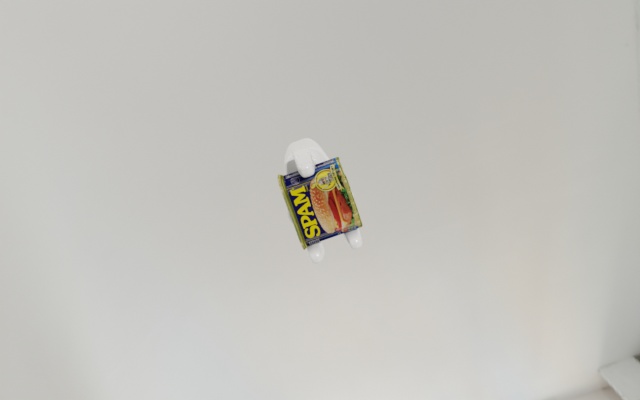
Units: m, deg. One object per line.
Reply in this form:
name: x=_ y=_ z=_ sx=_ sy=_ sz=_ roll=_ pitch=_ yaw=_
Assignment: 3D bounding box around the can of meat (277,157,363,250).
can of meat: x=0.000 y=0.002 z=0.626 sx=0.084 sy=0.102 sz=0.057 roll=-19 pitch=13 yaw=0
